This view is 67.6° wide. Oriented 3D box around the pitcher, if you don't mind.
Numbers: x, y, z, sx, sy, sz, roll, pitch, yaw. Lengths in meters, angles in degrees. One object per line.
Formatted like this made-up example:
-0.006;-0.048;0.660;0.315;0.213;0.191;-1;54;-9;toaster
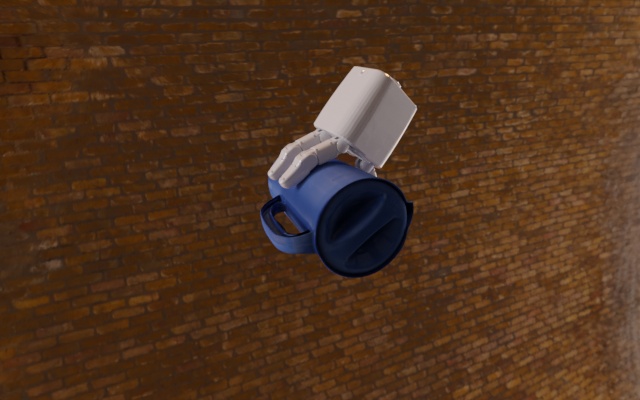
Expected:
0.000;0.002;0.682;0.149;0.145;0.242;31;3;-30;pitcher
